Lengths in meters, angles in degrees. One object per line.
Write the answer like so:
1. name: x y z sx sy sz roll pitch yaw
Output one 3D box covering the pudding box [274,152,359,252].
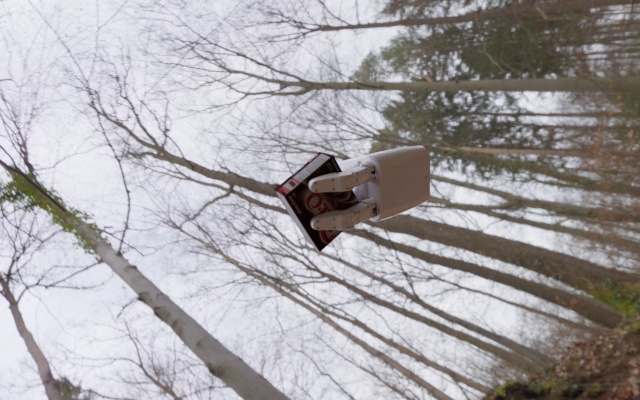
1. pudding box: 0.000 0.002 0.670 0.090 0.113 0.039 -42 33 -16
